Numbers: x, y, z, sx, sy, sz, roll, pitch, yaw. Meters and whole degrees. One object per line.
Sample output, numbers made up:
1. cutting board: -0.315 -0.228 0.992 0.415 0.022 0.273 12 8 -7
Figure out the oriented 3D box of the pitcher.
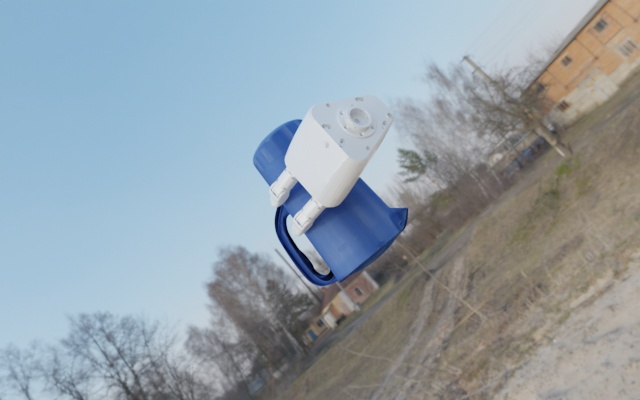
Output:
1. pitcher: 0.000 0.002 0.735 0.149 0.243 0.145 -34 -12 -29
